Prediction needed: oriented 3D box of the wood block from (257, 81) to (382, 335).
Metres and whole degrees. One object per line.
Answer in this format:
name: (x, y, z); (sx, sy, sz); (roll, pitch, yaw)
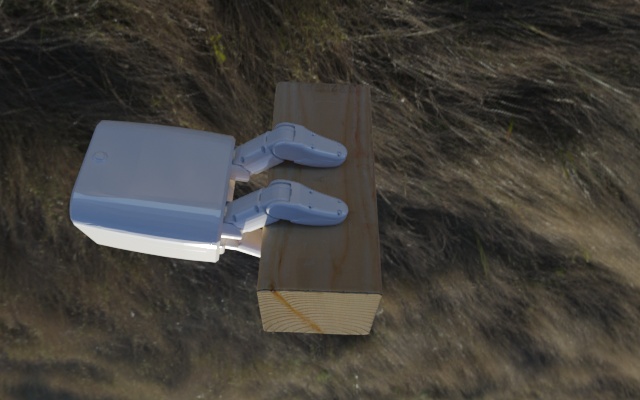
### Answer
wood block: (0.000, 0.002, 0.420); (0.090, 0.206, 0.091); (2, -33, -1)
